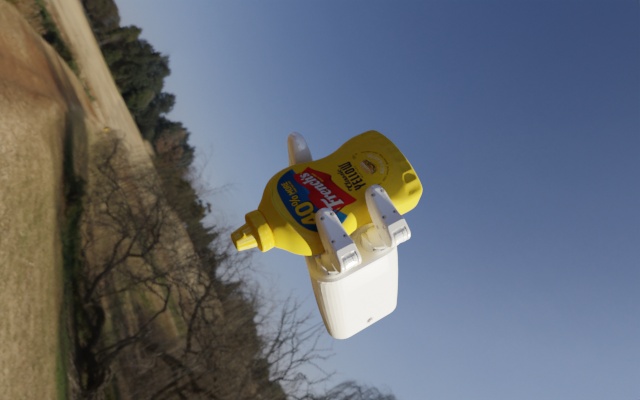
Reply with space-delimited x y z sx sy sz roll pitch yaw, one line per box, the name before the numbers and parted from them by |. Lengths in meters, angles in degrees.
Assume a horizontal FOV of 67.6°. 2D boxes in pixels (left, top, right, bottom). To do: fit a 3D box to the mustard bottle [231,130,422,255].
mustard bottle | 0.000 0.001 0.483 0.191 0.096 0.058 -25 -24 -18
